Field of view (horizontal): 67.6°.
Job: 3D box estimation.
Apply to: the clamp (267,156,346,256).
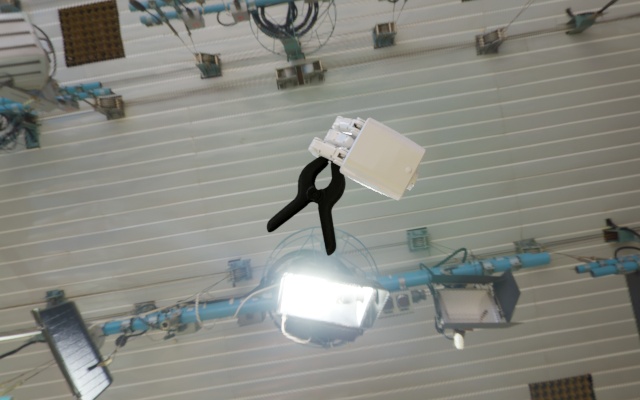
[{"bbox_3d":[0.000,0.002,0.782,0.120,0.171,0.039,29,-1,7],"label":"clamp"}]
